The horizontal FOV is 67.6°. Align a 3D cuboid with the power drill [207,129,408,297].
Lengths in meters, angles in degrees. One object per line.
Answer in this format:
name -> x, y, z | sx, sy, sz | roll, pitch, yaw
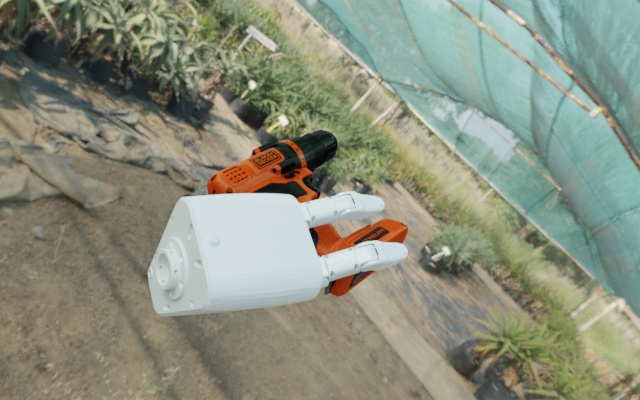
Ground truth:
power drill -> 0.000, 0.002, 0.522 | 0.187, 0.057, 0.184 | 40, 49, 24
